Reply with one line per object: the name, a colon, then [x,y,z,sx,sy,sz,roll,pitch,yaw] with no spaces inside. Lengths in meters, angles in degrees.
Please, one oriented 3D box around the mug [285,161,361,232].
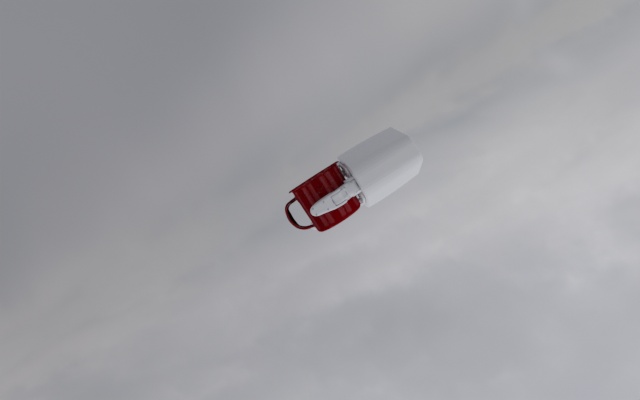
mug: [-0.001,0.003,0.754,0.117,0.081,0.093,-33,4,1]
